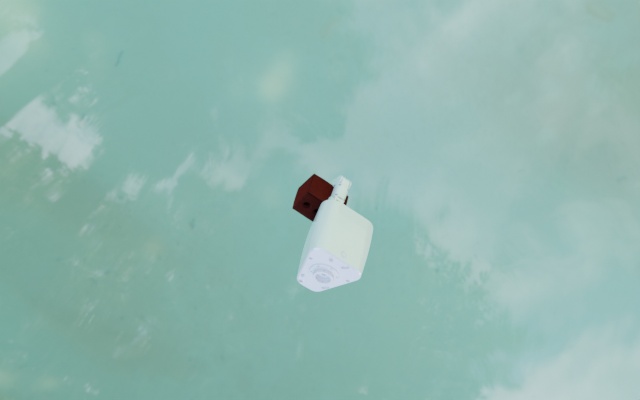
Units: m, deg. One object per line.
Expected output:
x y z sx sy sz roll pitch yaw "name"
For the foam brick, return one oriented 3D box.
0.000 0.003 0.821 0.078 0.051 0.053 33 -46 -15 "foam brick"
